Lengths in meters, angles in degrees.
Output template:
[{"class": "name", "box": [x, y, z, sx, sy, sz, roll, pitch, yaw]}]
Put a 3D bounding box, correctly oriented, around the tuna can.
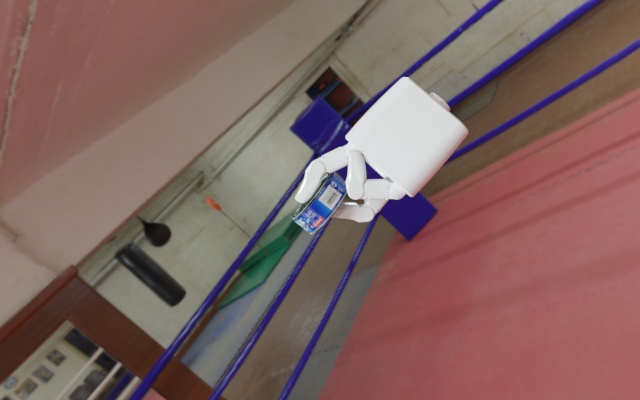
[{"class": "tuna can", "box": [0.000, 0.002, 0.646, 0.034, 0.086, 0.086, 38, -7, -9]}]
